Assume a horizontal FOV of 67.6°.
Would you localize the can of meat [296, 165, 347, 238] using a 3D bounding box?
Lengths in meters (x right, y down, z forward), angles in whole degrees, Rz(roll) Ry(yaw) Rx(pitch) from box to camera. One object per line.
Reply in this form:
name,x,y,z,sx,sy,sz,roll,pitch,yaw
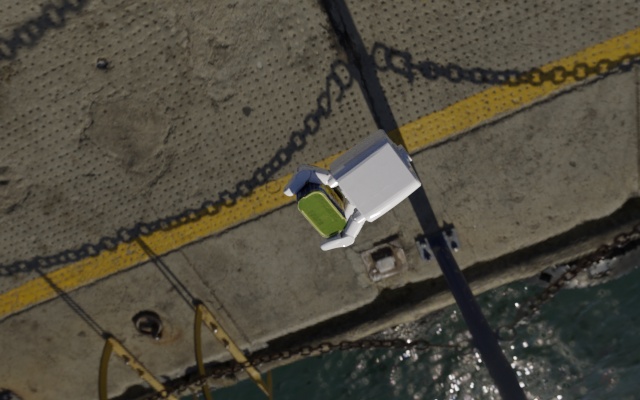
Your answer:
can of meat,0.000,0.003,0.819,0.057,0.102,0.084,-33,29,14
